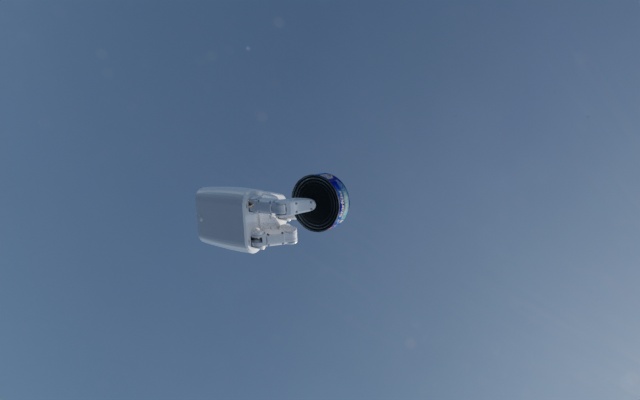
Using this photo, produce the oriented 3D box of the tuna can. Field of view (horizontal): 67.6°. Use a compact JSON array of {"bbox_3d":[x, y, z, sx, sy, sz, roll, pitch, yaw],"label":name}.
[{"bbox_3d":[0.000,0.002,0.712,0.086,0.086,0.034,0,8,35],"label":"tuna can"}]
